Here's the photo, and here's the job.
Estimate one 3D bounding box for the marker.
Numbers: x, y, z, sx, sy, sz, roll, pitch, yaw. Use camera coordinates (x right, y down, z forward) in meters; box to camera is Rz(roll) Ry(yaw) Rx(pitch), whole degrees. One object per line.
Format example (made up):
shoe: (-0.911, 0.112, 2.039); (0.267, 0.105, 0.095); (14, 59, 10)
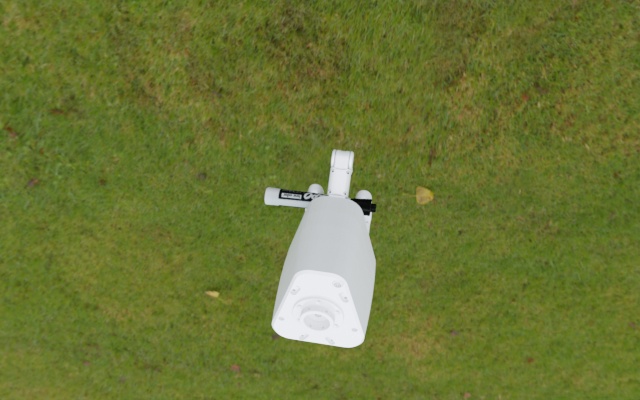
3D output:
marker: (0.000, 0.002, 0.519); (0.121, 0.020, 0.020); (7, 1, 6)
